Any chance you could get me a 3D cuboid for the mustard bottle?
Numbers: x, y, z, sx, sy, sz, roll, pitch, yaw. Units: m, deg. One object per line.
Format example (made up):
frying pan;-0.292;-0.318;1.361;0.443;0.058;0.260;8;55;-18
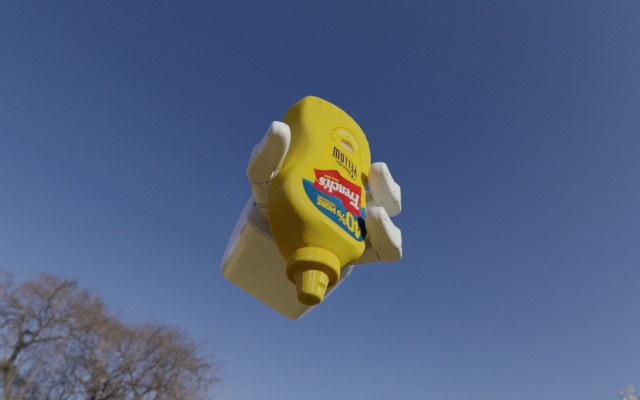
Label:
mustard bottle;0.000;0.001;0.407;0.058;0.191;0.096;-27;-52;32
